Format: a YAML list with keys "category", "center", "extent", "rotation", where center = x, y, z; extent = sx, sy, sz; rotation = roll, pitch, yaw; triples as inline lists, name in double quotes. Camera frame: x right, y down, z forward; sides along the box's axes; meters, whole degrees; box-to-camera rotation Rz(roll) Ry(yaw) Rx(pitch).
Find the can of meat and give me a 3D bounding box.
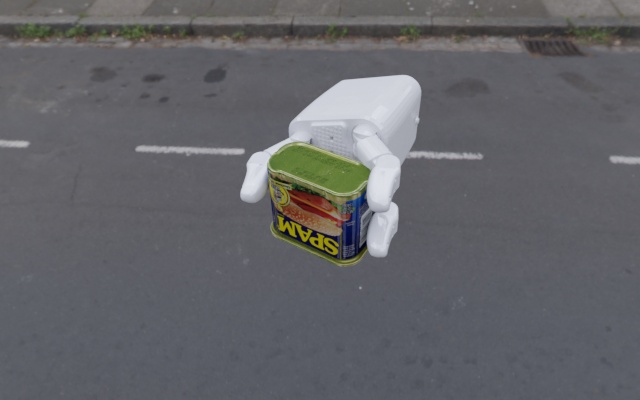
- category: "can of meat"
  center: [0.000, 0.001, 0.446]
  extent: [0.102, 0.084, 0.057]
  rotation: [22, 46, 25]
